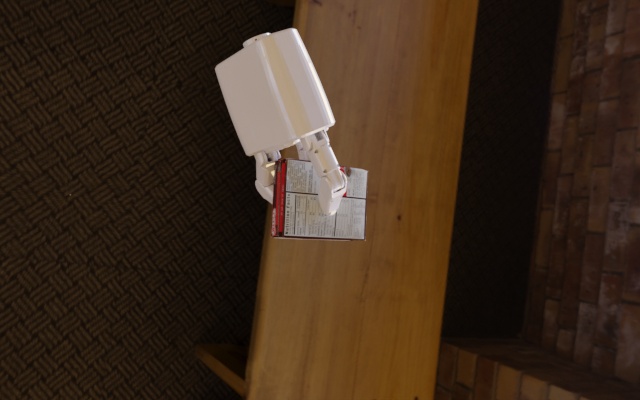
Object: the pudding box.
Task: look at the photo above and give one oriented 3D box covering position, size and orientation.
[{"bbox_3d":[0.000,0.002,0.558,0.113,0.090,0.039,5,-4,-26],"label":"pudding box"}]
